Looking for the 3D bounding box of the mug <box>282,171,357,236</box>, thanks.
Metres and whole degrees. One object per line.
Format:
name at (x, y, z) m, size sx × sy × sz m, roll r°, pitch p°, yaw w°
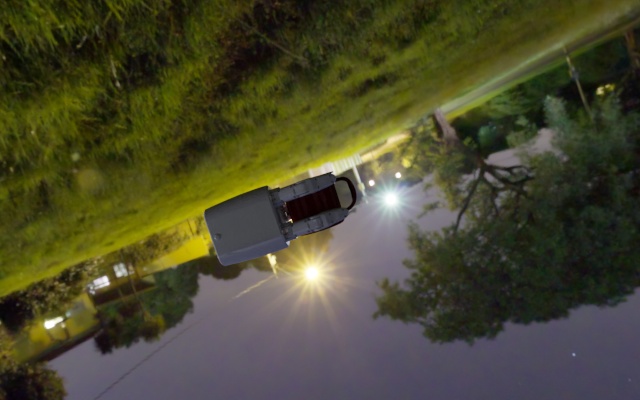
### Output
mug at (0.002, 0.002, 0.753) m, size 0.117 × 0.081 × 0.093 m, roll -18°, pitch 2°, yaw 5°
